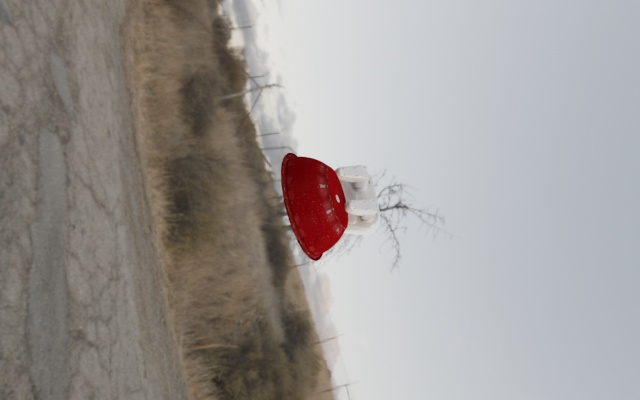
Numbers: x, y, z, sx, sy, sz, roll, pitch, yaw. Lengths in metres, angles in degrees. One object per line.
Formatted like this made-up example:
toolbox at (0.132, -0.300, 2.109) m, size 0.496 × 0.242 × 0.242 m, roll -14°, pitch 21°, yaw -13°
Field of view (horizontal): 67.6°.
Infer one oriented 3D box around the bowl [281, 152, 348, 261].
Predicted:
bowl at (0.000, 0.002, 0.685) m, size 0.055 × 0.162 × 0.162 m, roll -15°, pitch -4°, yaw 15°
